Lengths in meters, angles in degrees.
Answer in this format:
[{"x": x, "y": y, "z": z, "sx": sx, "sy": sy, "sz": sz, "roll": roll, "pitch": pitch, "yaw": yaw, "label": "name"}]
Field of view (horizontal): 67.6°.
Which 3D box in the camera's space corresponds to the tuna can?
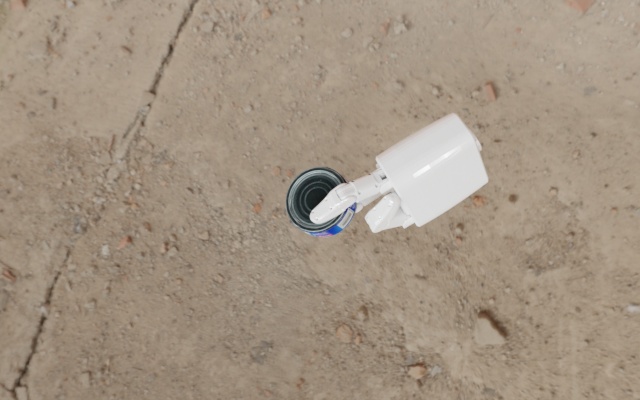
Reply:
[{"x": 0.000, "y": 0.002, "z": 0.596, "sx": 0.086, "sy": 0.086, "sz": 0.034, "roll": 0, "pitch": -14, "yaw": 21, "label": "tuna can"}]
